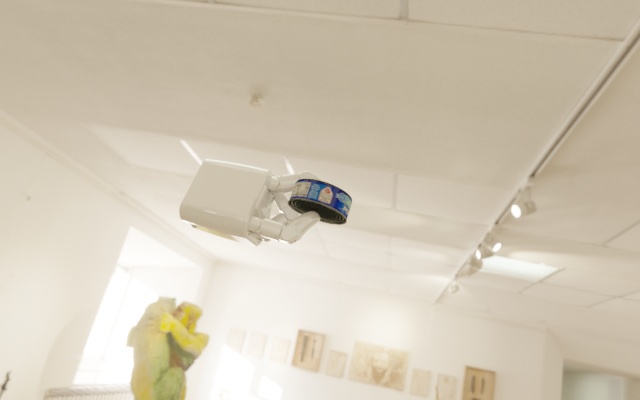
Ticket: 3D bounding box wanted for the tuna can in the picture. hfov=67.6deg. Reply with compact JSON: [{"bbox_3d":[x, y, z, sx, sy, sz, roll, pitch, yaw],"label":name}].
[{"bbox_3d":[0.000,0.002,0.664,0.086,0.033,0.086,17,-17,5],"label":"tuna can"}]
